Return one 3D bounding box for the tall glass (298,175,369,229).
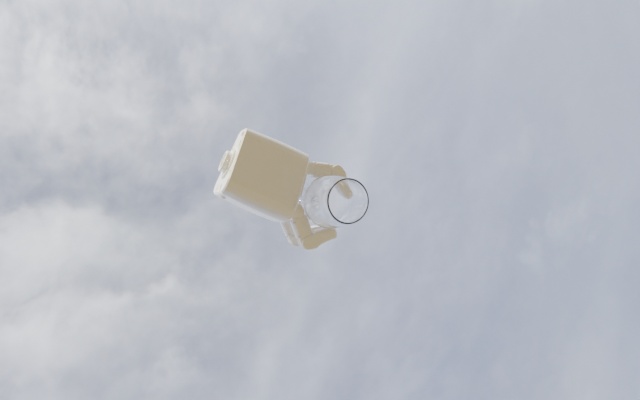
[{"bbox_3d":[0.000,0.002,0.727,0.079,0.079,0.201,0,-1,-22],"label":"tall glass"}]
